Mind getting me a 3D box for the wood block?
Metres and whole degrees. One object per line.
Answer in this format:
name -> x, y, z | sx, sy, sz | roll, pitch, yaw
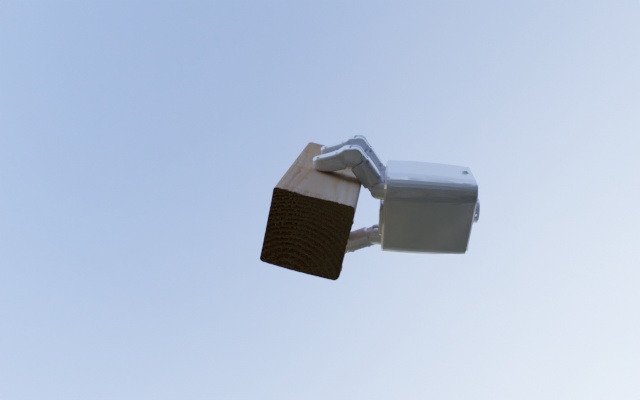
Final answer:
wood block -> 0.000, 0.002, 0.592 | 0.090, 0.091, 0.206 | 14, 21, 4
